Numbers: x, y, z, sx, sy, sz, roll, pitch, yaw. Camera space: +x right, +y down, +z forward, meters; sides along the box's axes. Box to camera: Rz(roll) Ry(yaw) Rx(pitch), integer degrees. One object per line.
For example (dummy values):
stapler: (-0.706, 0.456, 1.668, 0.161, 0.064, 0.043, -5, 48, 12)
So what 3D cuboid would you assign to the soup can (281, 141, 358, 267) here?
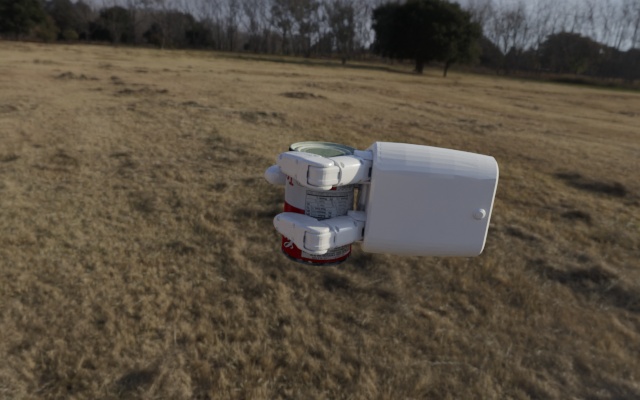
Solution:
soup can: (0.000, 0.001, 0.447, 0.068, 0.102, 0.068, 5, 18, -2)
